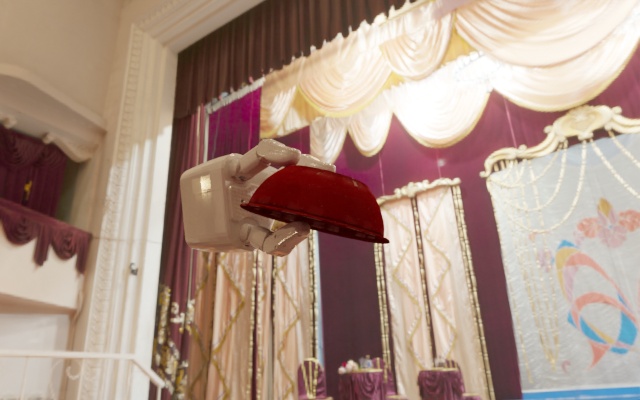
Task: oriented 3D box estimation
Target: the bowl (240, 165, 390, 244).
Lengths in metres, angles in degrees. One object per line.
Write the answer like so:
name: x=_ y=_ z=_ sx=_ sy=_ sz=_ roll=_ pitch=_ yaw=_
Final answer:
bowl: x=0.001 y=0.001 z=0.507 sx=0.162 sy=0.055 sz=0.162 roll=14 pitch=-6 yaw=2
